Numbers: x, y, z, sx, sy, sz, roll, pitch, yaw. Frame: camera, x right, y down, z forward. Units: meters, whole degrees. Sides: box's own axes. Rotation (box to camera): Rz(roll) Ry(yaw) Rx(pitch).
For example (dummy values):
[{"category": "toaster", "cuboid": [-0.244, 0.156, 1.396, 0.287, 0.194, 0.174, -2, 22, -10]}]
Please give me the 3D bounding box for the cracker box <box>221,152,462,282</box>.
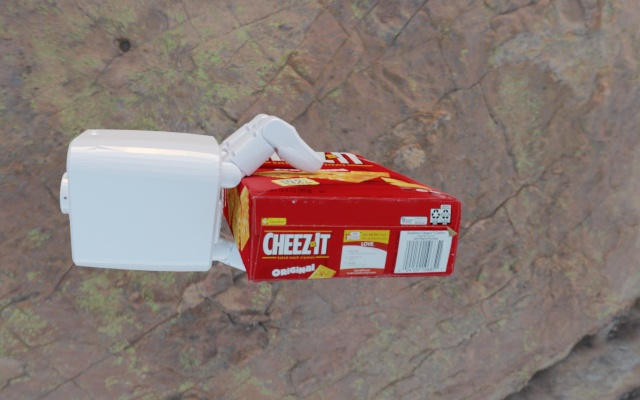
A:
[{"category": "cracker box", "cuboid": [0.000, 0.002, 0.440, 0.164, 0.072, 0.213, 1, 14, -17]}]
